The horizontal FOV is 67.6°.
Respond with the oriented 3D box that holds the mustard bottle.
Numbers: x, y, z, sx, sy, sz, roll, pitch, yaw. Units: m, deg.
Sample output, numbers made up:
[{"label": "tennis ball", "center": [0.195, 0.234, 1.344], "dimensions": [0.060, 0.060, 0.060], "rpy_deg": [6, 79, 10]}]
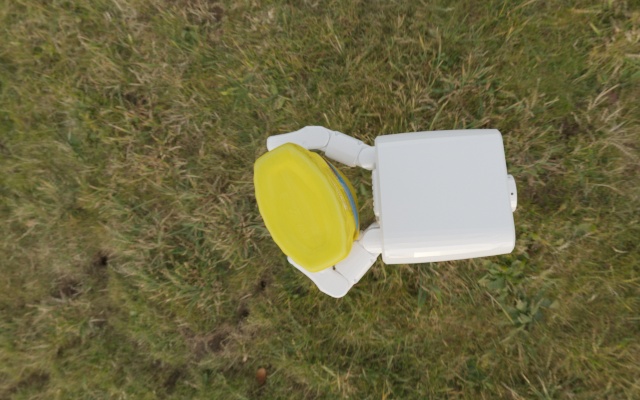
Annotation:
[{"label": "mustard bottle", "center": [0.000, 0.002, 0.431], "dimensions": [0.058, 0.096, 0.191], "rpy_deg": [-29, -2, 9]}]
